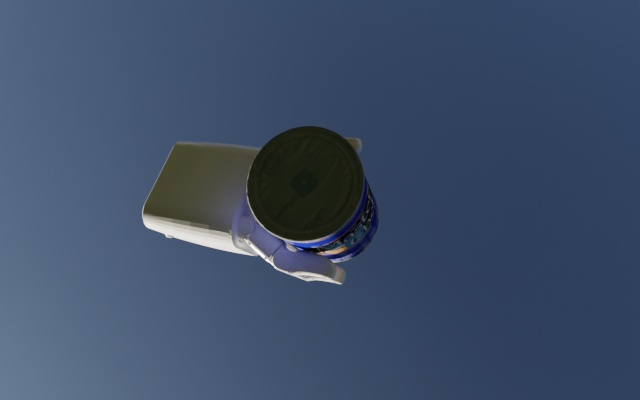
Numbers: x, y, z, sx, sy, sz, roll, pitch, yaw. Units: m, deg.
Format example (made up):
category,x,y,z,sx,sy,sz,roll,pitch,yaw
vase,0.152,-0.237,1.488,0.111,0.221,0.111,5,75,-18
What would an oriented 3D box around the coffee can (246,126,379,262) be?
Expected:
category,x,y,z,sx,sy,sz,roll,pitch,yaw
coffee can,0.000,0.001,0.469,0.103,0.102,0.140,0,-14,12
